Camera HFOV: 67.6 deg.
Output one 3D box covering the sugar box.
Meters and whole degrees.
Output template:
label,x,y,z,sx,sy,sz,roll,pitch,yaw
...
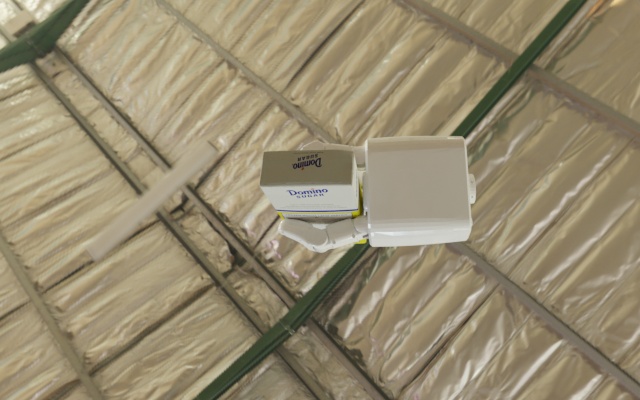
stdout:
label,x,y,z,sx,sy,sz,roll,pitch,yaw
sugar box,0.000,0.001,0.535,0.093,0.048,0.176,0,-25,9
